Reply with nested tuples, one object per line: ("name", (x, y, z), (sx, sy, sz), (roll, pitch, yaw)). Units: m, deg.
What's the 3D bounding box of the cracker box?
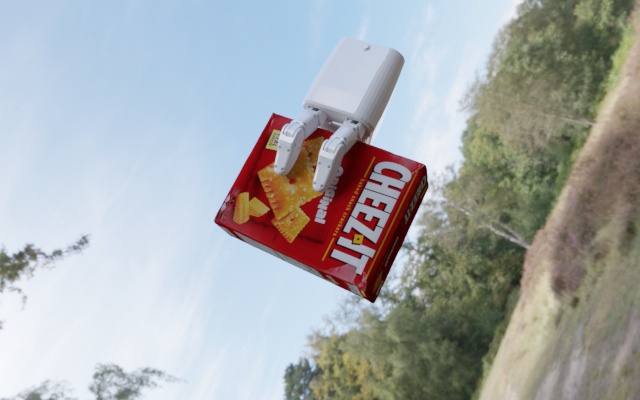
("cracker box", (0.000, 0.002, 0.583), (0.213, 0.164, 0.072), (22, -14, 22))
